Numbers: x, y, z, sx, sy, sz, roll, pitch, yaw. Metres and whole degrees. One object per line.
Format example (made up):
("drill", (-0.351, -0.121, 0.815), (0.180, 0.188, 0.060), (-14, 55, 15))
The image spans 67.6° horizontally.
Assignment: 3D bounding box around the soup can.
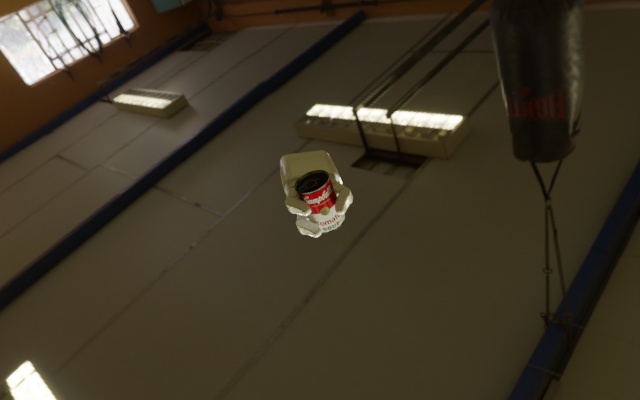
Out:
("soup can", (0.000, 0.003, 0.899), (0.068, 0.102, 0.068), (-16, 35, 11))
